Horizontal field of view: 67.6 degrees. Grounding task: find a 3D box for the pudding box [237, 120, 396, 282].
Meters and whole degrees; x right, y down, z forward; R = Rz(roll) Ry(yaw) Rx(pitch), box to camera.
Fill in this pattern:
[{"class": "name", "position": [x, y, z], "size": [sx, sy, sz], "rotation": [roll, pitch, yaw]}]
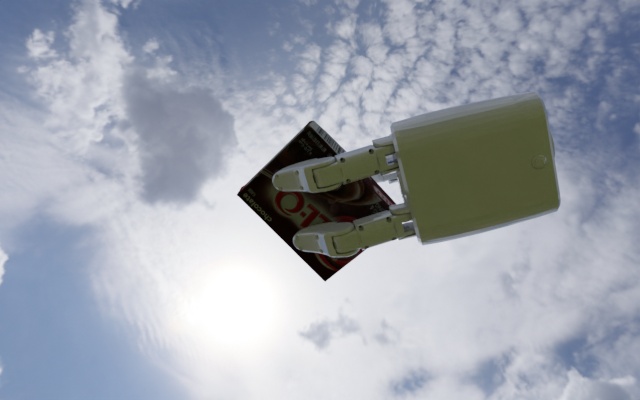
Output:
[{"class": "pudding box", "position": [0.000, 0.001, 0.413], "size": [0.090, 0.113, 0.039], "rotation": [-42, 7, 19]}]
